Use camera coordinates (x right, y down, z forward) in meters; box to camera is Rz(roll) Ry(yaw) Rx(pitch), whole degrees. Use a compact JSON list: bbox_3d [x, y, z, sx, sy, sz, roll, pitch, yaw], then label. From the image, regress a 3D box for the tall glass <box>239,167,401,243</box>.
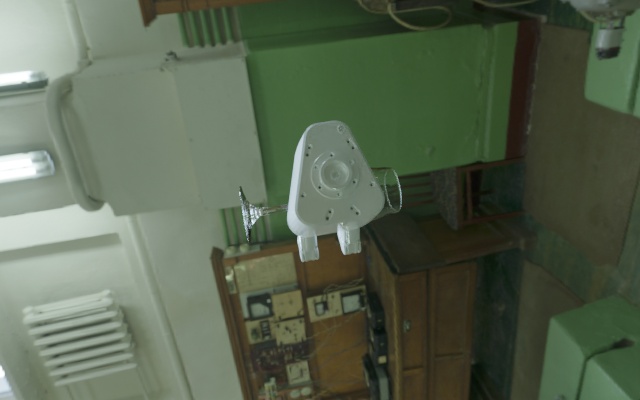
[{"bbox_3d":[-0.001,0.002,0.622,0.201,0.079,0.079,-9,1,-7],"label":"tall glass"}]
